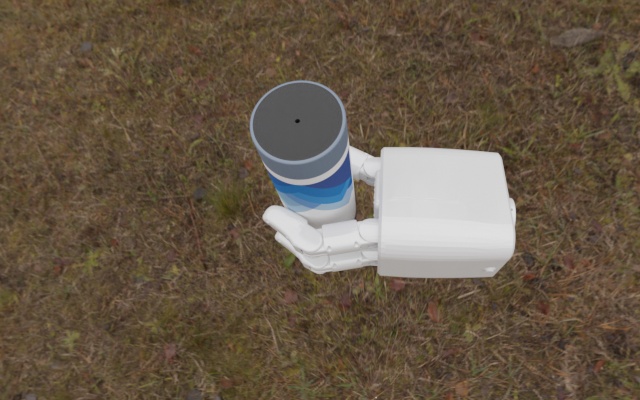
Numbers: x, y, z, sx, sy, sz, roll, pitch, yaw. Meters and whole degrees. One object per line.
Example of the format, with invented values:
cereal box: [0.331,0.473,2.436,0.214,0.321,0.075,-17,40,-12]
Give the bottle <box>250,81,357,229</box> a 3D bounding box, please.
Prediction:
bottle: [0.000,0.001,0.459,0.069,0.069,0.296,0,-22,7]
